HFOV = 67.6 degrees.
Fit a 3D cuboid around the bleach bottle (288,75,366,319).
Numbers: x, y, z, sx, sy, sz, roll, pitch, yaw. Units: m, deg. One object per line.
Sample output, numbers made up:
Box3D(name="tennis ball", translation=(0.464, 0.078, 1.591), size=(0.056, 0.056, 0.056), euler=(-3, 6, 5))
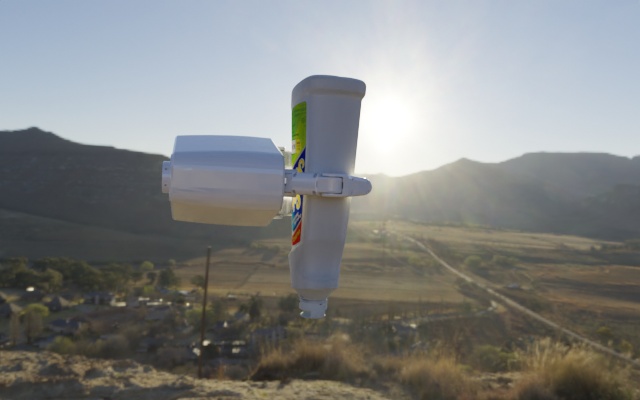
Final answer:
Box3D(name="bleach bottle", translation=(0.000, 0.002, 0.514), size=(0.068, 0.251, 0.102), euler=(2, 2, -17))
